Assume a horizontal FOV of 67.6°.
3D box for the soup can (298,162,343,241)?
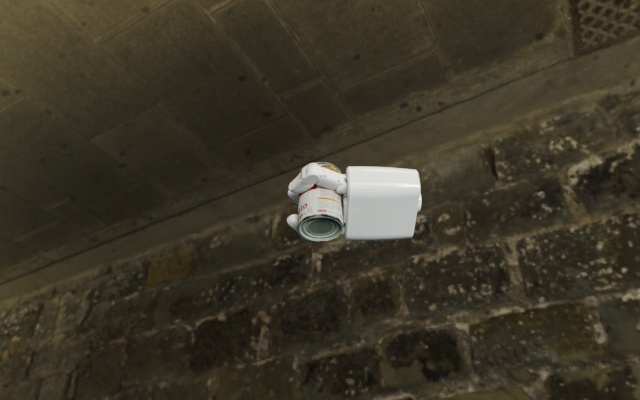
[{"bbox_3d":[0.000,0.003,0.719,0.068,0.102,0.069,0,-38,0],"label":"soup can"}]
